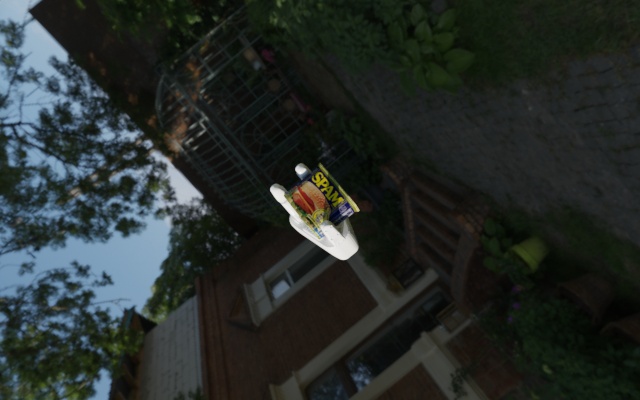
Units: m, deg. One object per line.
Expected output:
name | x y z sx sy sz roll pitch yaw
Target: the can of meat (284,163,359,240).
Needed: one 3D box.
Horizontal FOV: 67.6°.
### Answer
can of meat | 0.000 0.003 0.802 0.084 0.102 0.057 -39 -21 0
